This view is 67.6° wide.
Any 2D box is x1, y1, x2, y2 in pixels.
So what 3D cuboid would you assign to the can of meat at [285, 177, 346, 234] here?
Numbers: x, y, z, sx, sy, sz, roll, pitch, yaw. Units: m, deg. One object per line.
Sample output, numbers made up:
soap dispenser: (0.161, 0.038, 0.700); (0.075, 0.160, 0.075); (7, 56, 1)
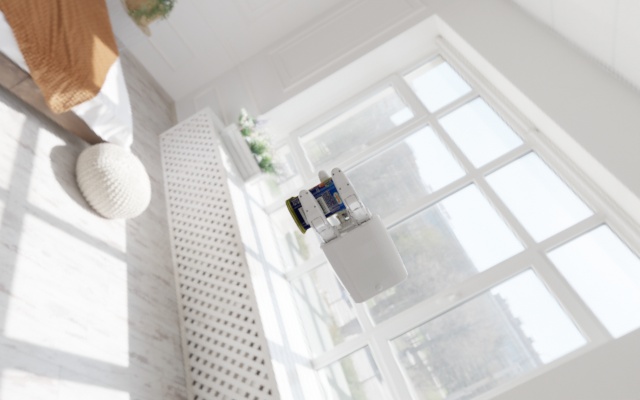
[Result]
can of meat: (0.000, 0.002, 0.730); (0.084, 0.057, 0.102); (-29, 2, 6)
